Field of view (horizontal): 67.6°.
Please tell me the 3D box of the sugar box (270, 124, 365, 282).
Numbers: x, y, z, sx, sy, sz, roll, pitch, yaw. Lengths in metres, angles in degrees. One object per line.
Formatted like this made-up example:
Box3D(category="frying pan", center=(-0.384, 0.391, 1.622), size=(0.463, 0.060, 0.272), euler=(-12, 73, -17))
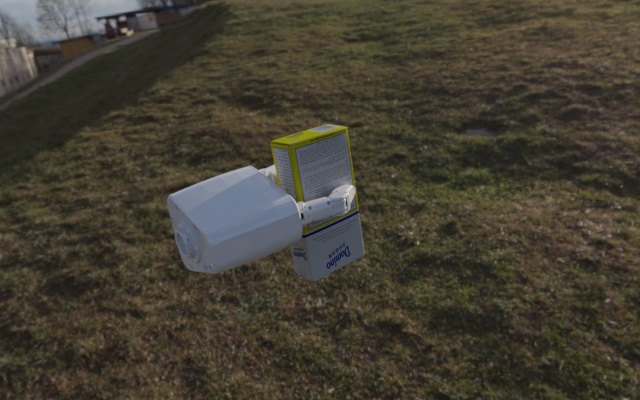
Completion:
Box3D(category="sugar box", center=(0.000, 0.002, 0.594), size=(0.093, 0.176, 0.048), euler=(-22, 25, -34))
